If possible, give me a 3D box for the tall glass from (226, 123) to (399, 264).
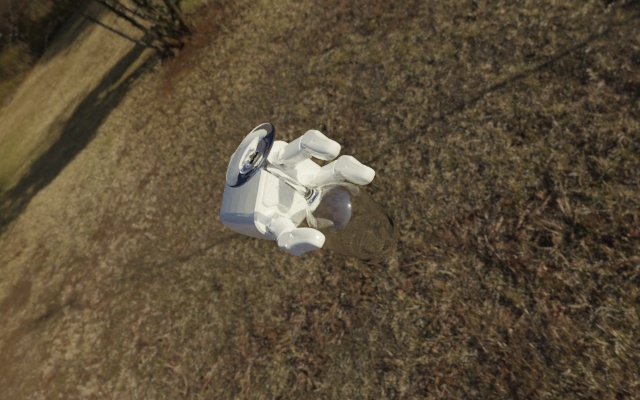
[{"bbox_3d":[0.000,0.001,0.521,0.201,0.079,0.079,34,-20,-32],"label":"tall glass"}]
